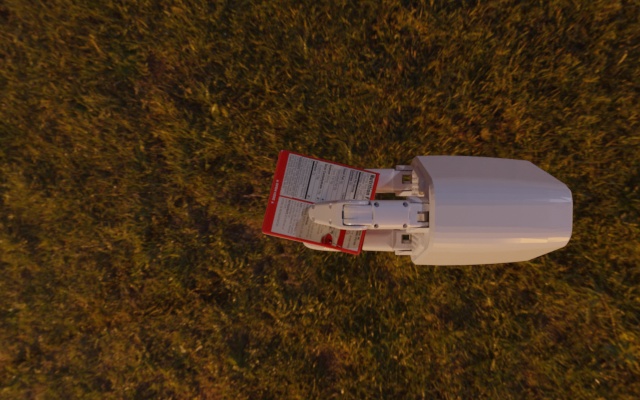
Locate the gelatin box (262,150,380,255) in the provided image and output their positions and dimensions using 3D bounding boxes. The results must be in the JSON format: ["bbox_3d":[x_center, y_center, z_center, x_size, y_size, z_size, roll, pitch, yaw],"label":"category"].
[{"bbox_3d":[0.000,0.001,0.416,0.089,0.073,0.030,13,2,-4],"label":"gelatin box"}]
